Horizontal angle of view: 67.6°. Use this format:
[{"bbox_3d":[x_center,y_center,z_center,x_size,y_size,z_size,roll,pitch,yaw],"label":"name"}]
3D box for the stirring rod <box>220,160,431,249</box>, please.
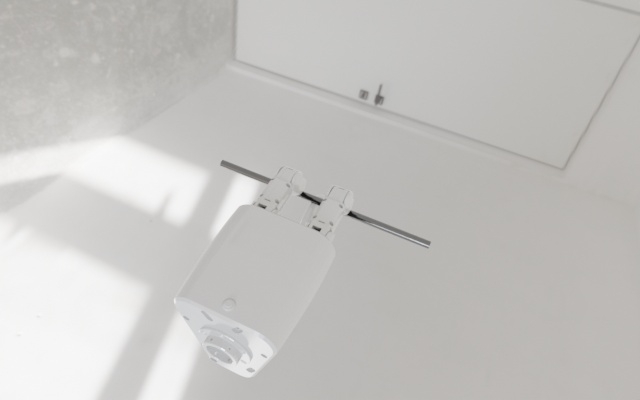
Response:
[{"bbox_3d":[0.000,0.002,0.503,0.239,0.011,0.011,22,5,13],"label":"stirring rod"}]
